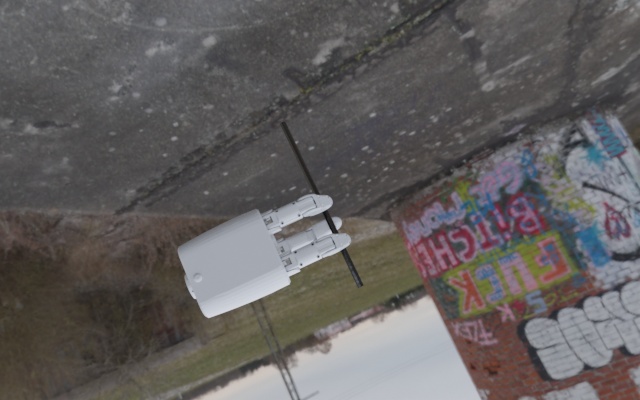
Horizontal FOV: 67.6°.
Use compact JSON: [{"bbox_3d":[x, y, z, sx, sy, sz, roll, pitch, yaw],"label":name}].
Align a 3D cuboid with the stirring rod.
[{"bbox_3d":[0.000,0.002,0.624,0.011,0.239,0.011,-25,-10,-5],"label":"stirring rod"}]
